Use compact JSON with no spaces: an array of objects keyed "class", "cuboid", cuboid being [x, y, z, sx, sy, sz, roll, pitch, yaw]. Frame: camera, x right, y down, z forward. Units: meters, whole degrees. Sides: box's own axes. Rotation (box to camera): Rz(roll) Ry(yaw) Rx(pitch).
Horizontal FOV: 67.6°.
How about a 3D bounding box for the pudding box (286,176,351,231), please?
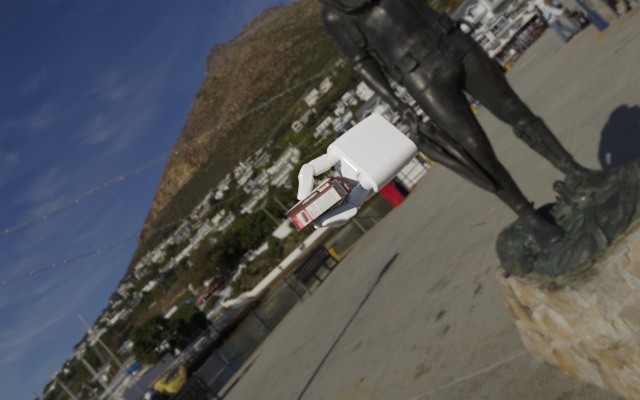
[{"class":"pudding box","cuboid":[0.000,0.002,0.769,0.090,0.039,0.113,-39,-3,11]}]
